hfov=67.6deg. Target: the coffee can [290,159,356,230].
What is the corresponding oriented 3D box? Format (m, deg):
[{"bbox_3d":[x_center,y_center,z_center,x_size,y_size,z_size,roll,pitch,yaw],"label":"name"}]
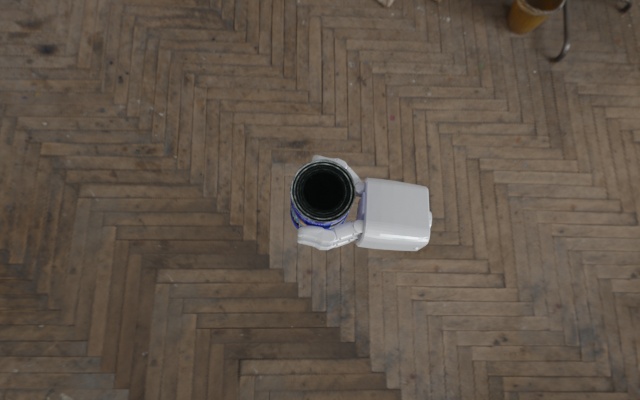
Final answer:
[{"bbox_3d":[0.000,0.003,0.801,0.103,0.102,0.140,0,-15,-3],"label":"coffee can"}]
